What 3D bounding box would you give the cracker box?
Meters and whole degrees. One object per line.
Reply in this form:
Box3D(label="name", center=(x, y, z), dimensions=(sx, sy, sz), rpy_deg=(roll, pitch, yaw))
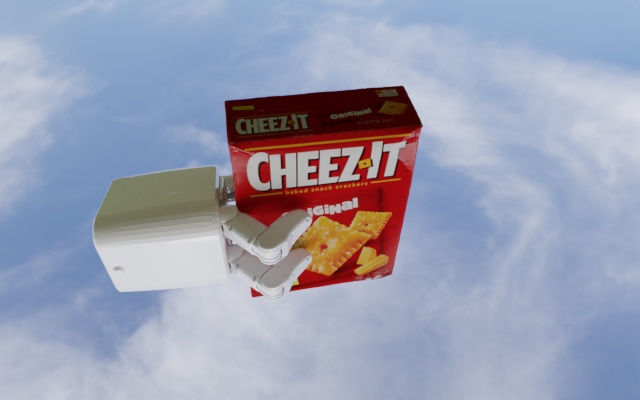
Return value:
Box3D(label="cracker box", center=(0.000, 0.002, 0.475), dimensions=(0.164, 0.072, 0.214), rpy_deg=(-7, -44, -8))
